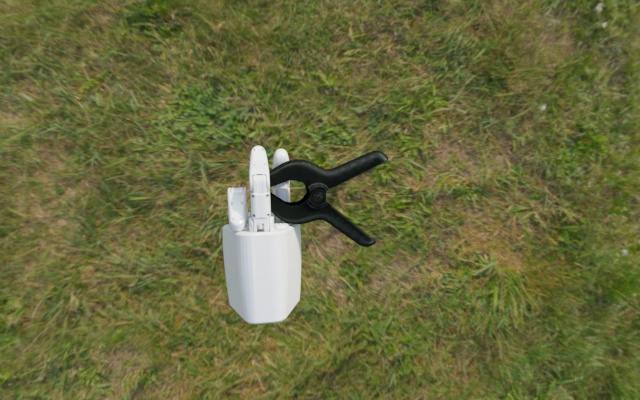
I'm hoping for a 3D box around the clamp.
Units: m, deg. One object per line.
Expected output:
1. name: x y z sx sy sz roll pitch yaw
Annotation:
1. clamp: 0.000 0.002 0.584 0.171 0.120 0.039 -3 4 -7
